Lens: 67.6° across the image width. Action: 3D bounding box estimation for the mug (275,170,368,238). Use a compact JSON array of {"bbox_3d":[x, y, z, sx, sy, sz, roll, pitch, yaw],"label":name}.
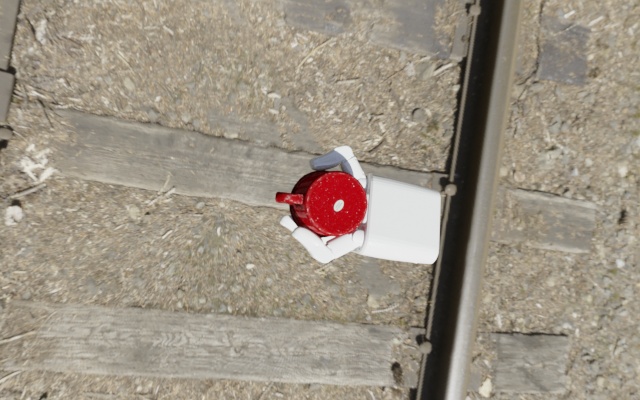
[{"bbox_3d":[-0.001,0.002,0.616,0.117,0.093,0.081,11,-3,-13],"label":"mug"}]
